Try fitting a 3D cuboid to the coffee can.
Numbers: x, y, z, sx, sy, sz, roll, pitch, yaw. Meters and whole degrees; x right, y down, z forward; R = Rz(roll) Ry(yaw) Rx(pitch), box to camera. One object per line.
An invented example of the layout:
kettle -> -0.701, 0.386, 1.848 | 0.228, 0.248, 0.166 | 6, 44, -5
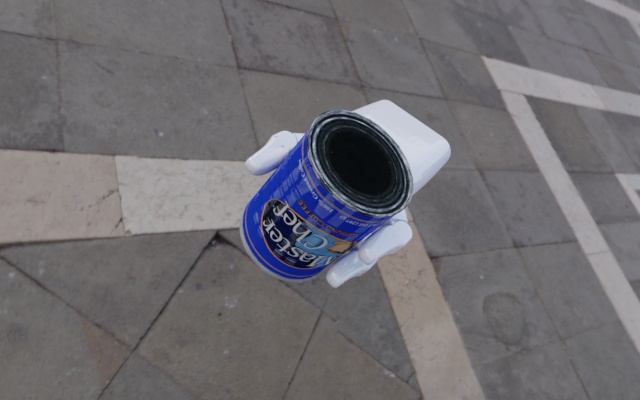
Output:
coffee can -> 0.000, 0.002, 0.435 | 0.103, 0.102, 0.140 | 0, -29, -34
